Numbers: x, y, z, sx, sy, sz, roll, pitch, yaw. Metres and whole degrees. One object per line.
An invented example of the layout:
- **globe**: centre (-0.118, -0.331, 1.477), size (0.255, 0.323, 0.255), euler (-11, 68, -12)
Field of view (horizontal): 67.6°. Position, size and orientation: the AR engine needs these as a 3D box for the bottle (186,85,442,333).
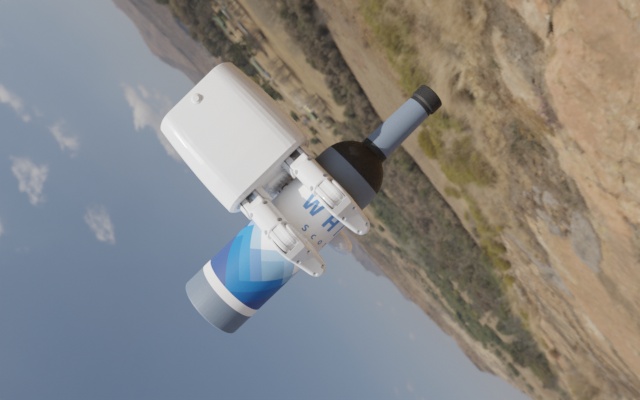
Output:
- **bottle**: centre (0.000, 0.002, 0.458), size (0.296, 0.069, 0.069), euler (-44, -2, 2)
